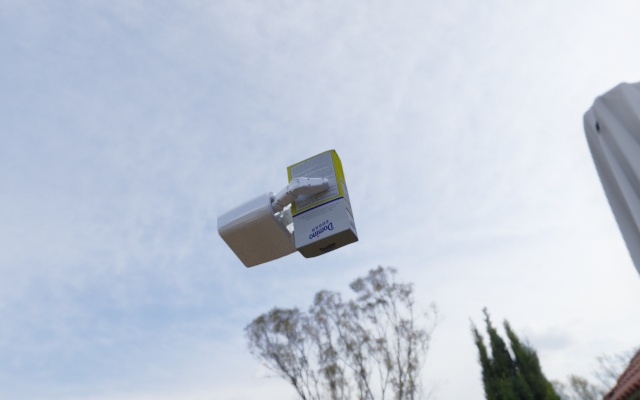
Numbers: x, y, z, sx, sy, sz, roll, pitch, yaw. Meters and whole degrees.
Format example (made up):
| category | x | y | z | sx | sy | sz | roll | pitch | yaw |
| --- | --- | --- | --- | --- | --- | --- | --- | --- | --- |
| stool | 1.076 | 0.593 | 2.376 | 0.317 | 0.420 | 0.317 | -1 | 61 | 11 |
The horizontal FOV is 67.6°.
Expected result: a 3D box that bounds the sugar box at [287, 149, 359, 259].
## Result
| category | x | y | z | sx | sy | sz | roll | pitch | yaw |
| --- | --- | --- | --- | --- | --- | --- | --- | --- | --- |
| sugar box | 0.000 | 0.003 | 0.779 | 0.093 | 0.176 | 0.048 | -21 | -39 | 15 |
